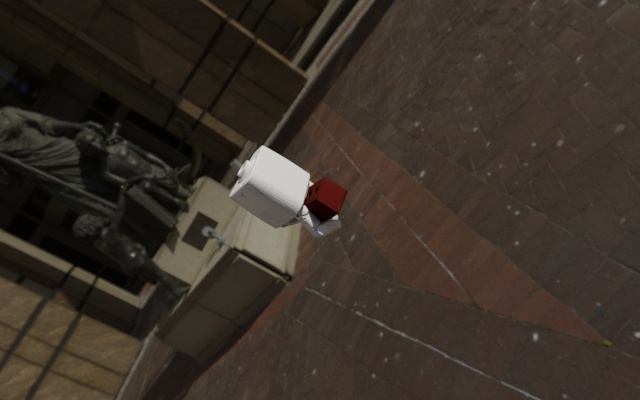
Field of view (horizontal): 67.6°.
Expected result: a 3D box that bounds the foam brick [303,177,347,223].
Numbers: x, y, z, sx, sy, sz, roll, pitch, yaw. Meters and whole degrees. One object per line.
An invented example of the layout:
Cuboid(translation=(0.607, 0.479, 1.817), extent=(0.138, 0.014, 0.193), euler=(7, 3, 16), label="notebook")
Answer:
Cuboid(translation=(0.000, 0.003, 0.854), extent=(0.051, 0.053, 0.078), euler=(34, -35, -18), label="foam brick")
